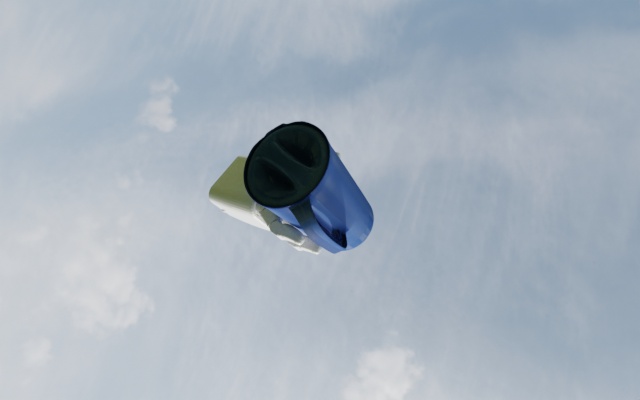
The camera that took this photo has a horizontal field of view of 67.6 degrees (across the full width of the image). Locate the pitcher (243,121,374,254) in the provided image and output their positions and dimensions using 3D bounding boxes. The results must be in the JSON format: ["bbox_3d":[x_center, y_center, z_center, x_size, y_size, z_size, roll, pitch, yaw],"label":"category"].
[{"bbox_3d":[0.000,0.002,0.739,0.145,0.149,0.243,15,-16,31],"label":"pitcher"}]
